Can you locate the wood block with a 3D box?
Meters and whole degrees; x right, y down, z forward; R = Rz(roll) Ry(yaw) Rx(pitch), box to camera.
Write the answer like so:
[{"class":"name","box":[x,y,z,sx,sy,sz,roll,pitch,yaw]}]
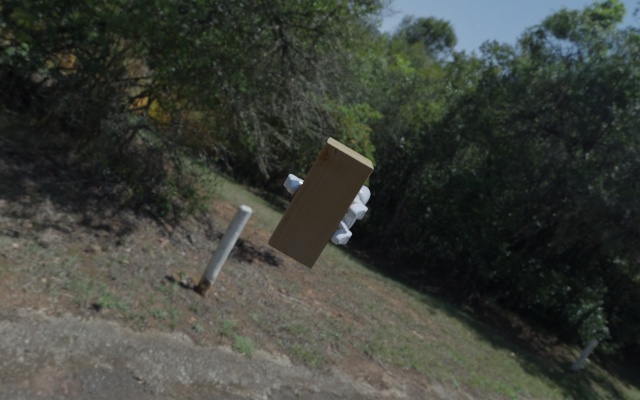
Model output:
[{"class":"wood block","box":[0.000,0.002,0.846,0.091,0.206,0.090,30,14,-4]}]
